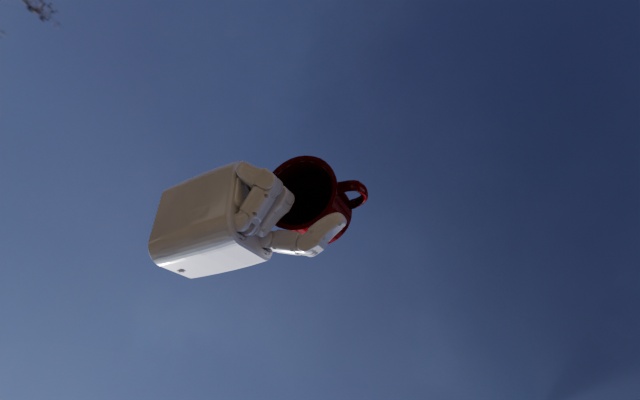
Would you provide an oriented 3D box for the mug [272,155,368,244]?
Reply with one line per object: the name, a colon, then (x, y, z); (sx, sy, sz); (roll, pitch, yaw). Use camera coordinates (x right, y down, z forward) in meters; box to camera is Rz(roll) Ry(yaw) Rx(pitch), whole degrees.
mug: (0.001, 0.001, 0.574); (0.117, 0.093, 0.081); (-16, -28, 15)
